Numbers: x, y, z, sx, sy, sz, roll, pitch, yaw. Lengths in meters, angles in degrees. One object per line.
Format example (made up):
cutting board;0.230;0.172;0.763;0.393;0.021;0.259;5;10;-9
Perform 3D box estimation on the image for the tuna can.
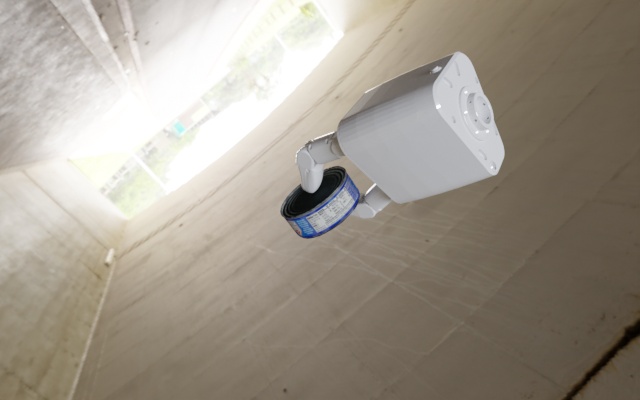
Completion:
tuna can;0.000;0.002;0.525;0.086;0.034;0.086;-30;23;14
